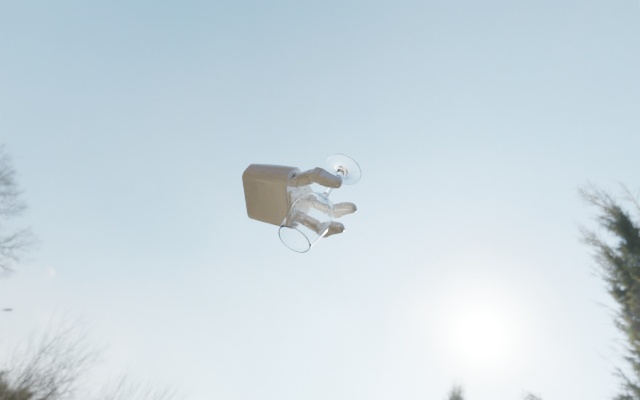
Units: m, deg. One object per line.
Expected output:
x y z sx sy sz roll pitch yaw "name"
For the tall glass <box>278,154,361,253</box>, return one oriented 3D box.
0.001 0.002 0.860 0.079 0.079 0.201 0 39 35 "tall glass"
